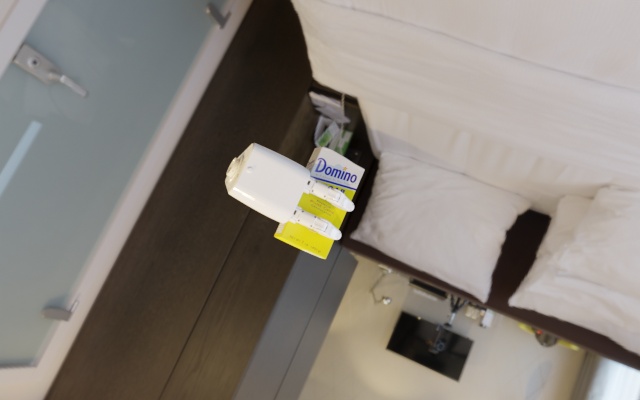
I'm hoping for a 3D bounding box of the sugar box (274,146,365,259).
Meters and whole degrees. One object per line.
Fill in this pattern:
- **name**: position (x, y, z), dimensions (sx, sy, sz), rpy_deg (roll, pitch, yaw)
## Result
- **sugar box**: position (0.000, 0.003, 0.831), dimensions (0.093, 0.176, 0.048), rpy_deg (28, -10, -19)
